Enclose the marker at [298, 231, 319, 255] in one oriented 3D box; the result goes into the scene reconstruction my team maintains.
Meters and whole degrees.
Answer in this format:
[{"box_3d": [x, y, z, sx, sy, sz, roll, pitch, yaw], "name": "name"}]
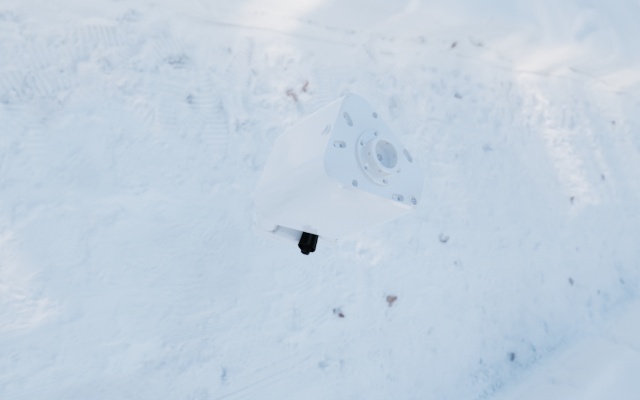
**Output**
[{"box_3d": [0.000, 0.002, 0.500, 0.020, 0.121, 0.020, 13, -29, 8], "name": "marker"}]
